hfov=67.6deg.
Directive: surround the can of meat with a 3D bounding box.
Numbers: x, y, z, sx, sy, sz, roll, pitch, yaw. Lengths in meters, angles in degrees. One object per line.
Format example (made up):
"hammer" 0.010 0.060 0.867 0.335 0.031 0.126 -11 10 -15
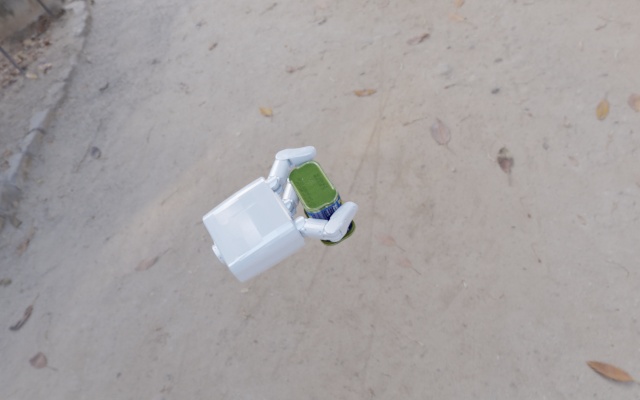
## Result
"can of meat" 0.000 0.002 0.698 0.057 0.102 0.084 -30 -43 -3
